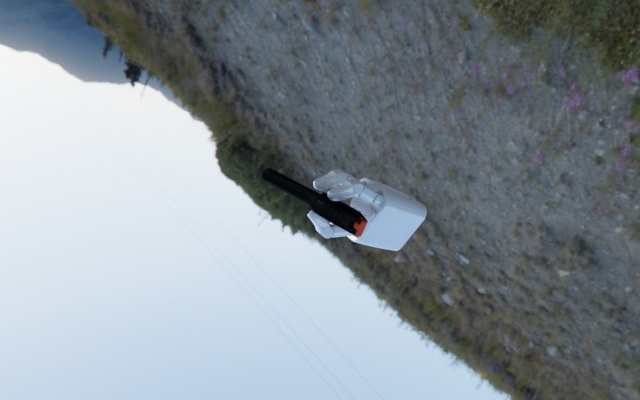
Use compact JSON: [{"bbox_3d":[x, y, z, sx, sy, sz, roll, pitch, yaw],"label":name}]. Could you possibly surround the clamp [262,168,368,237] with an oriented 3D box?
[{"bbox_3d":[0.000,0.004,0.804,0.164,0.036,0.210,18,11,-32],"label":"clamp"}]
